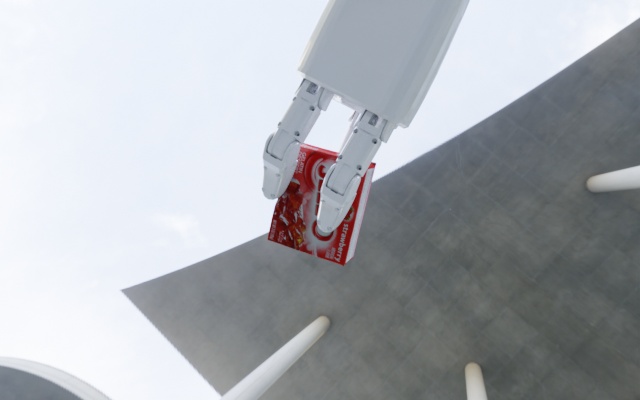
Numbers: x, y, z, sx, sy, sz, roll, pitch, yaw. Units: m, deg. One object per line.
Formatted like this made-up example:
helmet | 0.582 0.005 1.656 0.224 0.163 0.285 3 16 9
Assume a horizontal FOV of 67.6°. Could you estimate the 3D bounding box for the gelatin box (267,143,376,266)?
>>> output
gelatin box | 0.000 0.002 0.405 0.073 0.089 0.030 17 13 17
